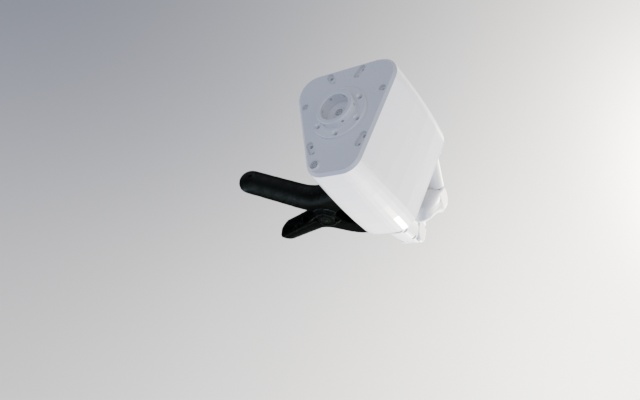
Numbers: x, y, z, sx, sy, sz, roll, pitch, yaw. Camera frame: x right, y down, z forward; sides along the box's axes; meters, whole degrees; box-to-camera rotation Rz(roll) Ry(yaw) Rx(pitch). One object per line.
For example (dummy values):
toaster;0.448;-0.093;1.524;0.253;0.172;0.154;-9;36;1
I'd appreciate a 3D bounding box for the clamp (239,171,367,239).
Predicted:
clamp;0.000;0.002;0.507;0.171;0.039;0.120;-8;-31;31
